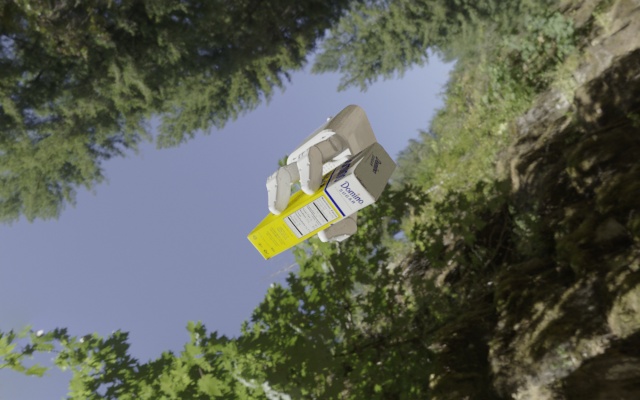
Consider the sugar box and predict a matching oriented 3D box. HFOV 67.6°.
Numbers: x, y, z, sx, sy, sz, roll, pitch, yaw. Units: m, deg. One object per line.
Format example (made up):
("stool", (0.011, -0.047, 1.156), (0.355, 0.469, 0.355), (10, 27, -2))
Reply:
("sugar box", (0.000, 0.001, 0.568), (0.176, 0.048, 0.093), (-34, 11, 34))
